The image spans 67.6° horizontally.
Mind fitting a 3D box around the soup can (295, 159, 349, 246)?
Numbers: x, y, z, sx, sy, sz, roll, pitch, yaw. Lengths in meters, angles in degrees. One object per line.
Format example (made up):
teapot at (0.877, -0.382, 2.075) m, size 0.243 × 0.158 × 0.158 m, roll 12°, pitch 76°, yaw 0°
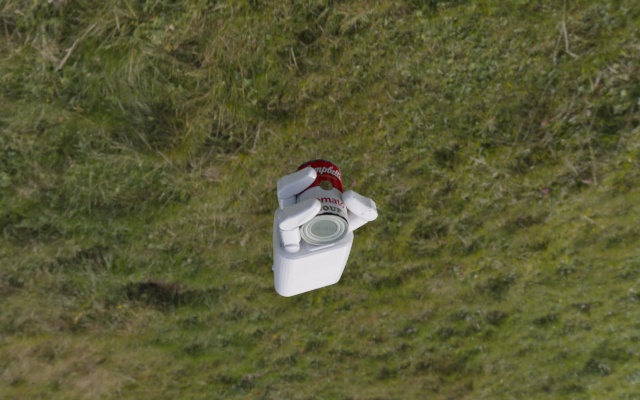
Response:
soup can at (0.000, 0.002, 0.654) m, size 0.068 × 0.102 × 0.069 m, roll -4°, pitch -41°, yaw -4°
